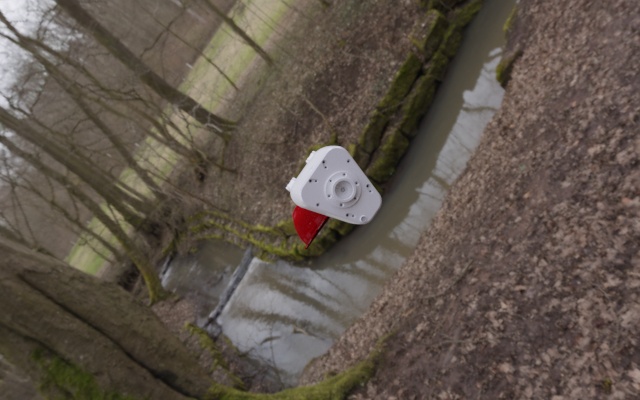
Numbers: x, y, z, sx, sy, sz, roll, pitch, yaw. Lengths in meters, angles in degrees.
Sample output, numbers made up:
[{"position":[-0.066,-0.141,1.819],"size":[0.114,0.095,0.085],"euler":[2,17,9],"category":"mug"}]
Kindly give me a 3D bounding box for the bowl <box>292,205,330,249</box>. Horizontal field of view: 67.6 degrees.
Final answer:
[{"position":[0.000,0.003,0.818],"size":[0.055,0.162,0.162],"euler":[35,2,4],"category":"bowl"}]
